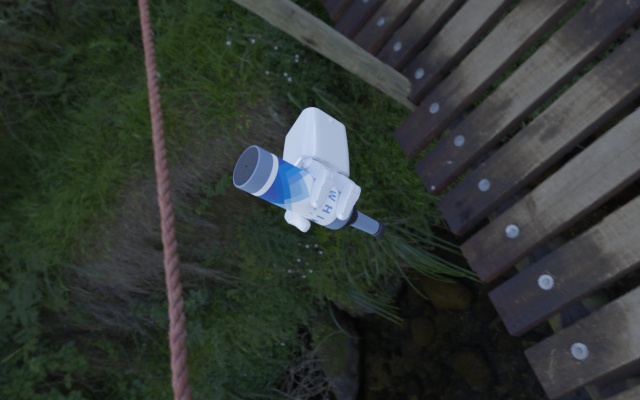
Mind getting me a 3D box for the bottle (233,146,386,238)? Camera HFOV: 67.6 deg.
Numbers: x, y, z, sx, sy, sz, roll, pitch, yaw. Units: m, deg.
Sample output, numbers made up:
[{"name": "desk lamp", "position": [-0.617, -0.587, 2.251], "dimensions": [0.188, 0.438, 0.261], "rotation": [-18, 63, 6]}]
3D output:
[{"name": "bottle", "position": [0.000, 0.003, 0.775], "dimensions": [0.296, 0.069, 0.069], "rotation": [26, -16, -36]}]
